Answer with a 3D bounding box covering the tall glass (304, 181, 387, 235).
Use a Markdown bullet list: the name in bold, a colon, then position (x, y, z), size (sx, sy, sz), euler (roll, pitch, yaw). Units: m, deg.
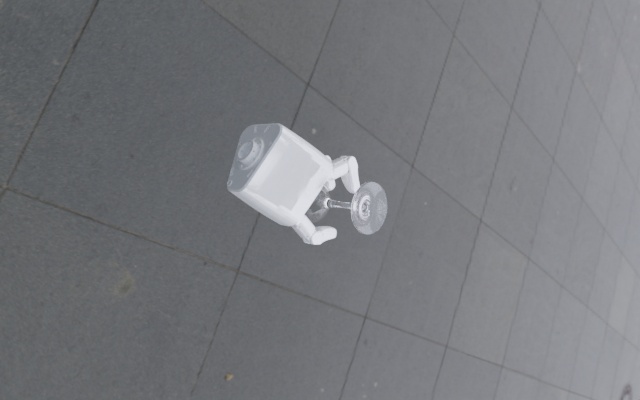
- **tall glass**: position (0.001, 0.003, 0.728), size (0.079, 0.079, 0.201), euler (0, 4, -43)
